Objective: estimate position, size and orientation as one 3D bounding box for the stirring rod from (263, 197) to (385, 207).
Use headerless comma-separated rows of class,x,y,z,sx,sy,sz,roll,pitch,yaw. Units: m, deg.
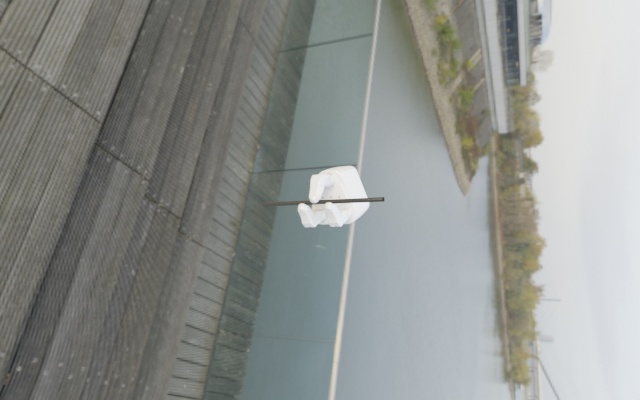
stirring rod,0.000,0.003,0.880,0.239,0.011,0.011,-3,-1,23
